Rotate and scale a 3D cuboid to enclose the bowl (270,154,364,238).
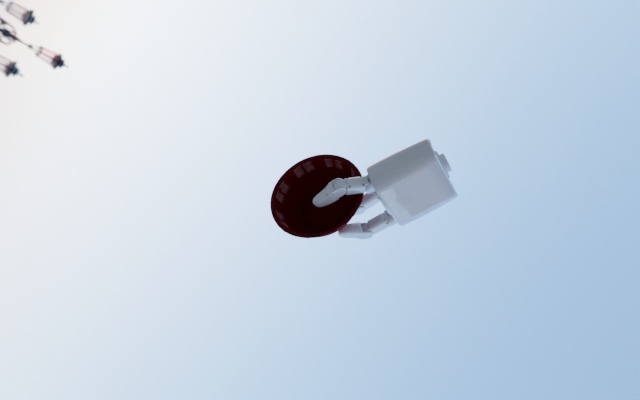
[{"bbox_3d":[-0.001,0.003,0.800,0.162,0.162,0.055,0,-32,20],"label":"bowl"}]
